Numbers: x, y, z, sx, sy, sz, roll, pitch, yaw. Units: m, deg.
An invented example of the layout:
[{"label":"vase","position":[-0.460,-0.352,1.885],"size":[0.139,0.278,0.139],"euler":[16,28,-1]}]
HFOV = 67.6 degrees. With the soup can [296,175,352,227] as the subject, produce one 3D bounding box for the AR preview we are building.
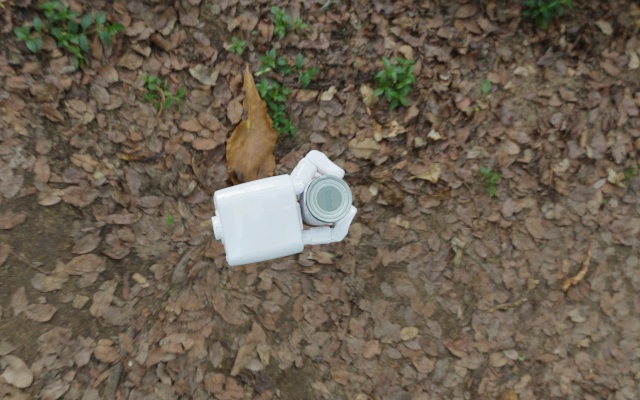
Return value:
[{"label":"soup can","position":[0.001,0.002,0.694],"size":[0.068,0.068,0.102],"euler":[0,-6,-14]}]
